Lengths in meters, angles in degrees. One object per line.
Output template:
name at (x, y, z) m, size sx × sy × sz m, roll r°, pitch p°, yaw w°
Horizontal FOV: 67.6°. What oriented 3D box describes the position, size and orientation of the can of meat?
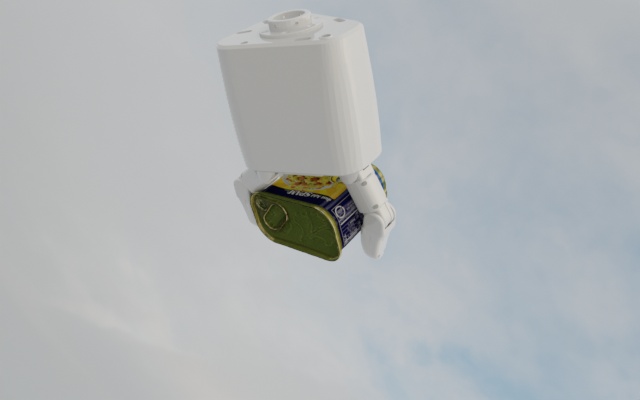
can of meat at (0.000, 0.001, 0.447) m, size 0.102 × 0.057 × 0.084 m, roll 14°, pitch 41°, yaw 38°
